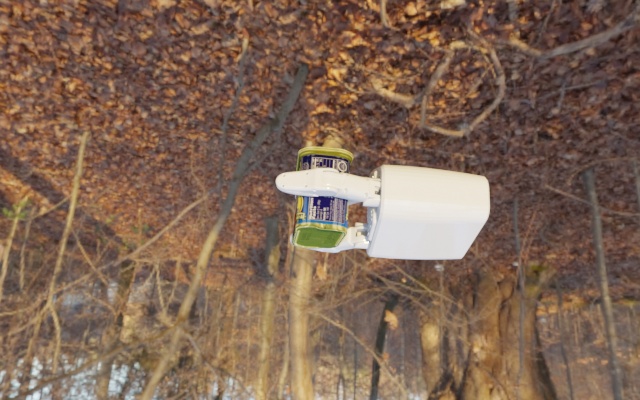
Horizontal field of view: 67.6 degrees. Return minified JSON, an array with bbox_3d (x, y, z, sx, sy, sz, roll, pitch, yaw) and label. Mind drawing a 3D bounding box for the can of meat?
[{"bbox_3d":[0.000,0.002,0.510,0.057,0.084,0.102,5,-17,-5],"label":"can of meat"}]
